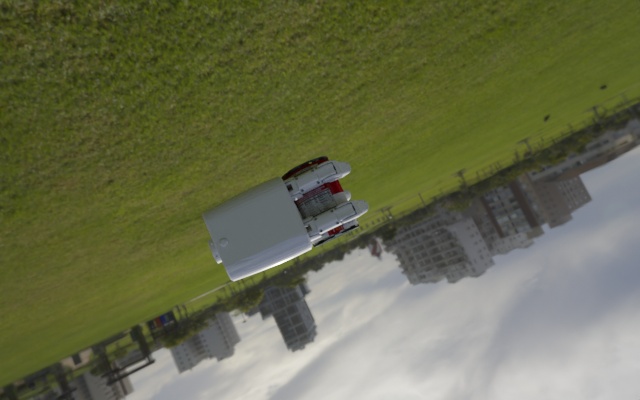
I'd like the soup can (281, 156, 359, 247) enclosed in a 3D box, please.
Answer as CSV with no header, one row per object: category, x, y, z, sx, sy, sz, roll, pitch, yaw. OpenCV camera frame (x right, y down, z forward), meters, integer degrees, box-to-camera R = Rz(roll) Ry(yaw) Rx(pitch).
soup can,0.001,0.002,0.628,0.068,0.102,0.068,-25,-6,-3
